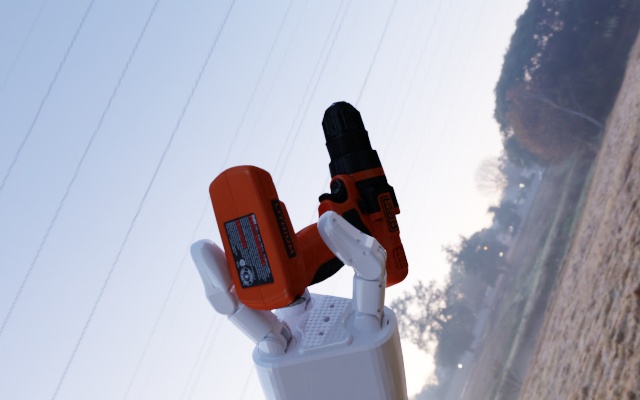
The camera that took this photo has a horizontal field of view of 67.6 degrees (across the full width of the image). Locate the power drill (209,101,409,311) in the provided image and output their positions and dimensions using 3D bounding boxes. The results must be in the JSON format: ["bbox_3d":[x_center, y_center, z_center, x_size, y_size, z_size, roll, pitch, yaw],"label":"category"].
[{"bbox_3d":[0.000,0.002,0.405,0.057,0.184,0.187,-21,-6,40],"label":"power drill"}]
